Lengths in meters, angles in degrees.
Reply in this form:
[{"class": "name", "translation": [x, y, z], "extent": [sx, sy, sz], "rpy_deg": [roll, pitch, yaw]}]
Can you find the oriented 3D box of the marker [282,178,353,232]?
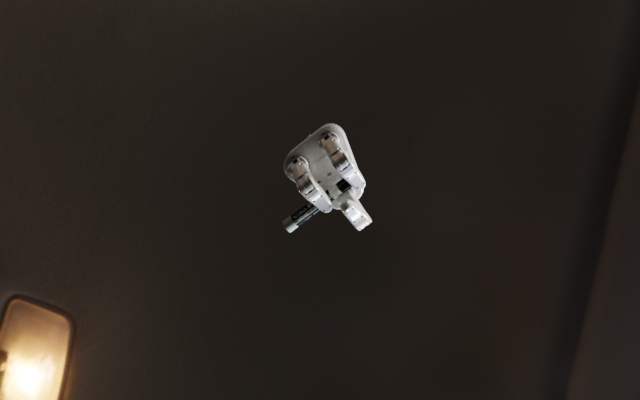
[{"class": "marker", "translation": [0.000, 0.002, 0.658], "extent": [0.121, 0.020, 0.020], "rpy_deg": [-36, -7, 10]}]
